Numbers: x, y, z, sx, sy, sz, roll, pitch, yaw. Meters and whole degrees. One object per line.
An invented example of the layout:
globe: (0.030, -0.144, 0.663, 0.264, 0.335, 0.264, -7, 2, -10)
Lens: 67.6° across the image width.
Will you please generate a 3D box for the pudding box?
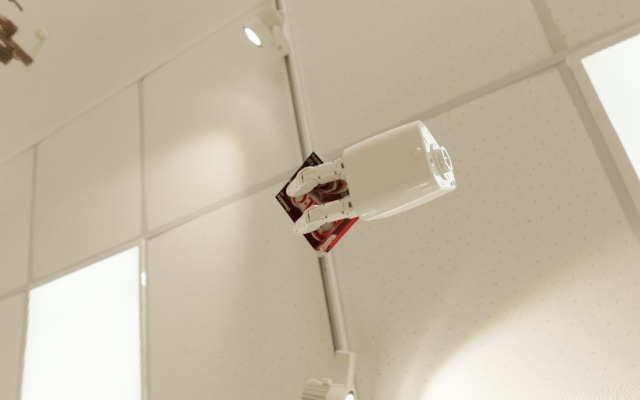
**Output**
pudding box: (0.000, 0.002, 0.660, 0.039, 0.090, 0.113, 23, 23, -52)
